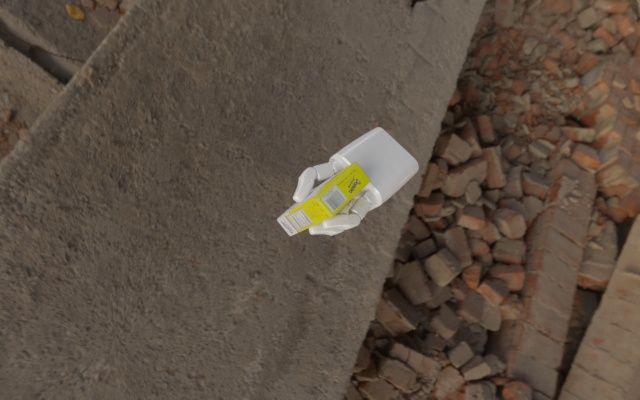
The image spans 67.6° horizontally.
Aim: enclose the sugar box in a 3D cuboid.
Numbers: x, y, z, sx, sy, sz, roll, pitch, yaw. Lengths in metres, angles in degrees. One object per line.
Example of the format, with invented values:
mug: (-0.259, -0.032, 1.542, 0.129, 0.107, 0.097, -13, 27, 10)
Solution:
sugar box: (0.001, 0.003, 0.776, 0.093, 0.048, 0.176, -41, 3, -26)
